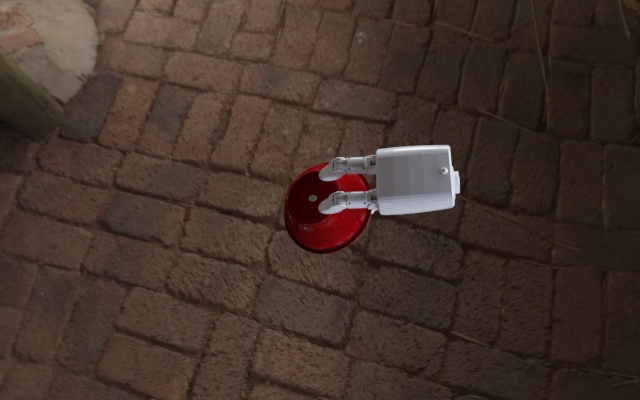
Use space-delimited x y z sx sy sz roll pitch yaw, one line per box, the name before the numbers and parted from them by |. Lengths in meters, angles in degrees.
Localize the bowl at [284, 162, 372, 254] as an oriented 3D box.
bowl | -0.001 0.003 0.775 0.162 0.162 0.055 0 -18 26
